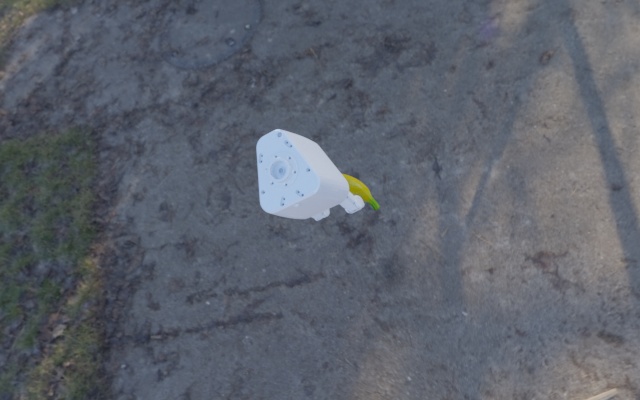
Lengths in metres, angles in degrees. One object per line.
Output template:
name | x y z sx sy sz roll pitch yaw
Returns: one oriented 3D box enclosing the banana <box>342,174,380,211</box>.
banana | 0.001 -0.015 0.823 0.198 0.070 0.037 2 18 26
